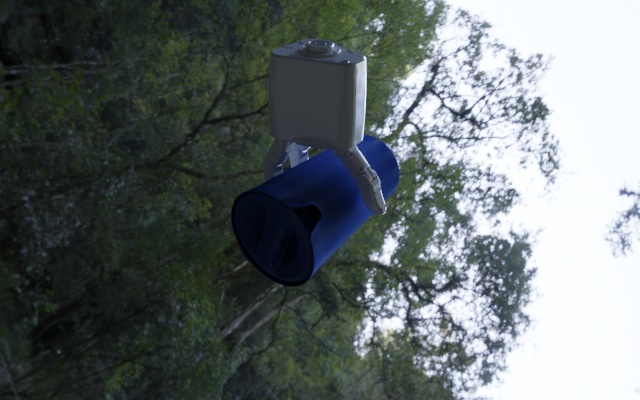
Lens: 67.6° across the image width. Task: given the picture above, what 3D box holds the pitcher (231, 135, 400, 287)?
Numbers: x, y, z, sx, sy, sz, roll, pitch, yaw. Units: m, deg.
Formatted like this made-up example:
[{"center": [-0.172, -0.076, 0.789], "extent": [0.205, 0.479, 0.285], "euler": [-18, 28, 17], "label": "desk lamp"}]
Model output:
[{"center": [0.000, 0.002, 0.662], "extent": [0.149, 0.145, 0.242], "euler": [21, 38, 30], "label": "pitcher"}]
